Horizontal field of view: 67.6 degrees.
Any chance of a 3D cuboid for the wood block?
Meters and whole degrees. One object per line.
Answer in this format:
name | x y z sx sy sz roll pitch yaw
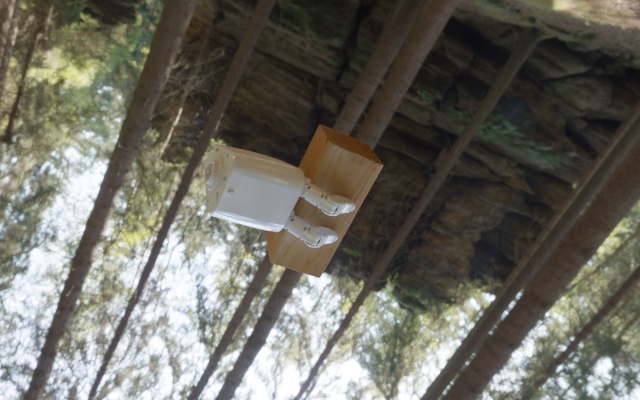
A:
wood block | 0.000 0.002 0.734 0.090 0.206 0.090 20 21 -20
